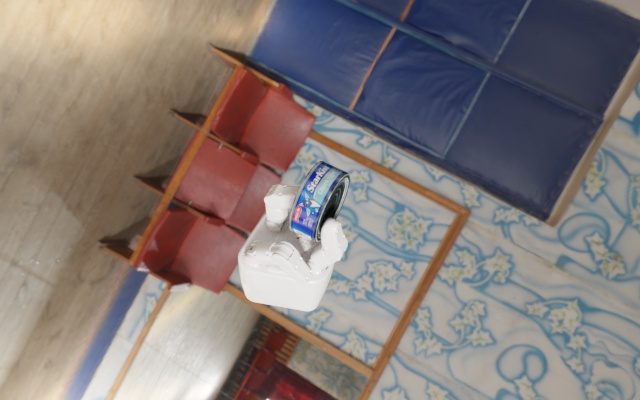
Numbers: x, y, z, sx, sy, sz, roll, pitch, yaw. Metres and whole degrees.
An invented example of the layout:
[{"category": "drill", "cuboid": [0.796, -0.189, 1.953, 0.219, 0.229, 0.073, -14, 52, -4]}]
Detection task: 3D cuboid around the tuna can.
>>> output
[{"category": "tuna can", "cuboid": [0.001, 0.002, 0.529, 0.034, 0.086, 0.086, 25, 6, 14]}]
